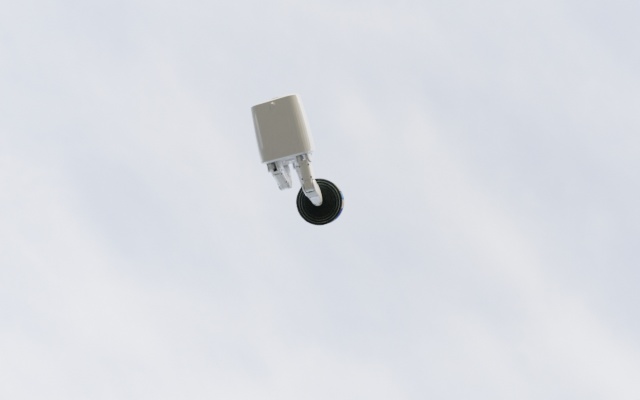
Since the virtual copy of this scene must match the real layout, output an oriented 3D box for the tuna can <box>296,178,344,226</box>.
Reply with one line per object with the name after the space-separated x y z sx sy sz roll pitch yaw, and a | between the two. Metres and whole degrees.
0.000 0.003 0.877 0.086 0.086 0.034 0 -1 10 | tuna can
